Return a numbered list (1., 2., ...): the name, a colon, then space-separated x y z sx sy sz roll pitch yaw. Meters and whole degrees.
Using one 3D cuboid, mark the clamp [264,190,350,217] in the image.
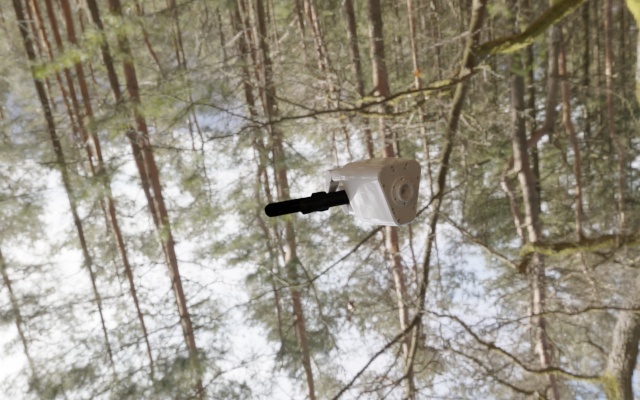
1. clamp: 0.000 0.003 0.836 0.171 0.039 0.120 -14 10 -29
